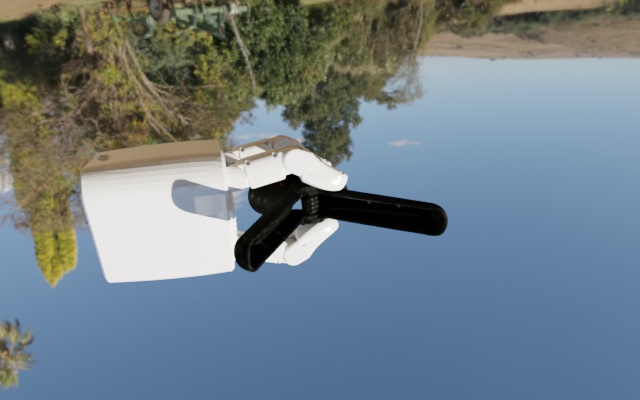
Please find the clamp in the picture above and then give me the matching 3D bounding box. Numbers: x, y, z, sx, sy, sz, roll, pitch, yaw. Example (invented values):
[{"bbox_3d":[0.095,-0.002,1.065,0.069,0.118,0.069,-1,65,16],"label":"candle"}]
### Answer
[{"bbox_3d":[0.000,0.002,0.426,0.164,0.036,0.210,-6,18,-12],"label":"clamp"}]
